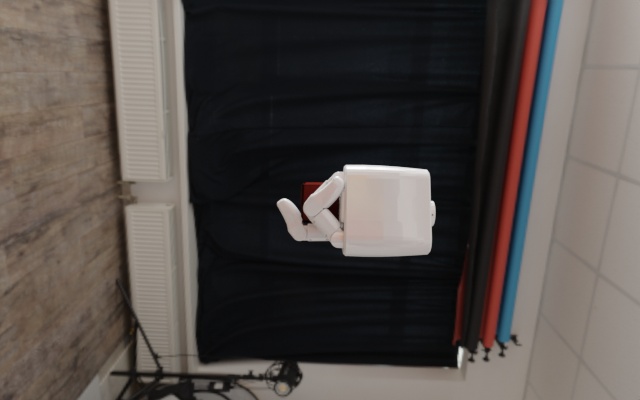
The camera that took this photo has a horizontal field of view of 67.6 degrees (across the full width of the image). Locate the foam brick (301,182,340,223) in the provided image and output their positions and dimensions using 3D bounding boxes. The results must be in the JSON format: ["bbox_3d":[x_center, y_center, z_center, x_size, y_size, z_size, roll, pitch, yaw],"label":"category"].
[{"bbox_3d":[0.000,0.002,0.663,0.051,0.053,0.078,0,5,0],"label":"foam brick"}]
